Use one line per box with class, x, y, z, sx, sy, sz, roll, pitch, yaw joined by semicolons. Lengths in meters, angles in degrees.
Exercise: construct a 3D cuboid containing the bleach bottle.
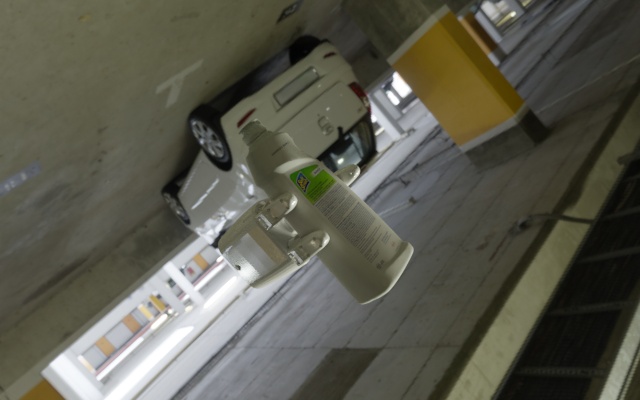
bleach bottle;0.000;0.002;0.579;0.068;0.251;0.102;-37;6;41
